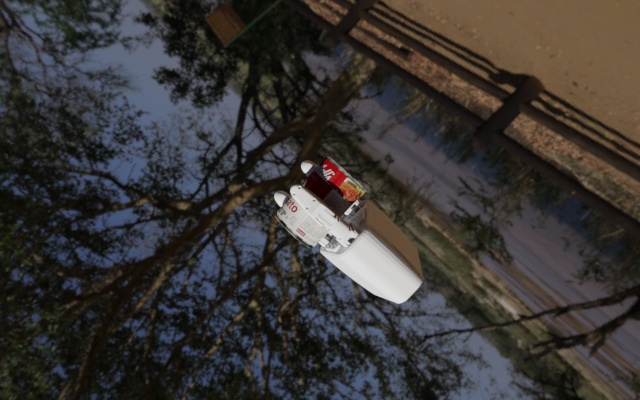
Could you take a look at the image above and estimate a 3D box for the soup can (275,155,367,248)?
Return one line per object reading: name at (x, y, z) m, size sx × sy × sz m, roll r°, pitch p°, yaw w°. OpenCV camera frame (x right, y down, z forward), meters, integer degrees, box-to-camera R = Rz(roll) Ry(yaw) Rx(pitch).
soup can at (0.000, 0.002, 0.609) m, size 0.068 × 0.102 × 0.068 m, roll 42°, pitch 4°, yaw -4°
